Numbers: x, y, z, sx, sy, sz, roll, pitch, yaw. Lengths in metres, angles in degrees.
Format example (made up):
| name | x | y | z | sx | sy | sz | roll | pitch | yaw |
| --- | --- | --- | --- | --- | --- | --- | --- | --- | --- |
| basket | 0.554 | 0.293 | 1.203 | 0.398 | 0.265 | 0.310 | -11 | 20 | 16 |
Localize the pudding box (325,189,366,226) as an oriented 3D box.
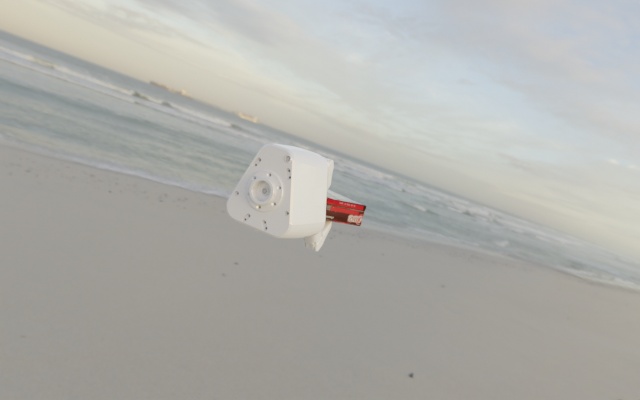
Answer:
| name | x | y | z | sx | sy | sz | roll | pitch | yaw |
| --- | --- | --- | --- | --- | --- | --- | --- | --- | --- |
| pudding box | 0.000 | 0.002 | 0.733 | 0.090 | 0.039 | 0.113 | 13 | 10 | -42 |
